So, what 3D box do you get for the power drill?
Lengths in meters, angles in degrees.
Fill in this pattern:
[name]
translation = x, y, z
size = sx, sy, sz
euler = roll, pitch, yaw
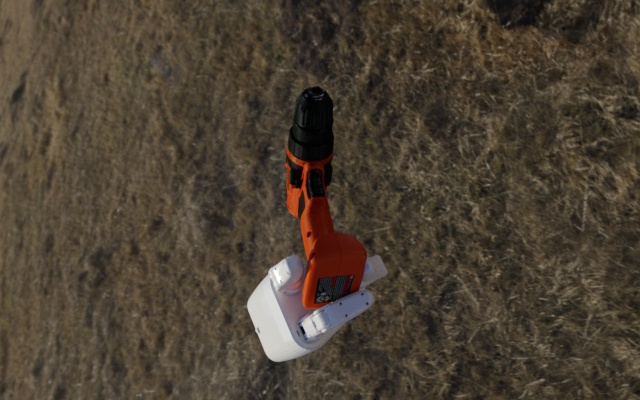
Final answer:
[power drill]
translation = 0.000, 0.002, 0.500
size = 0.057, 0.187, 0.185
euler = -4, -41, -8
